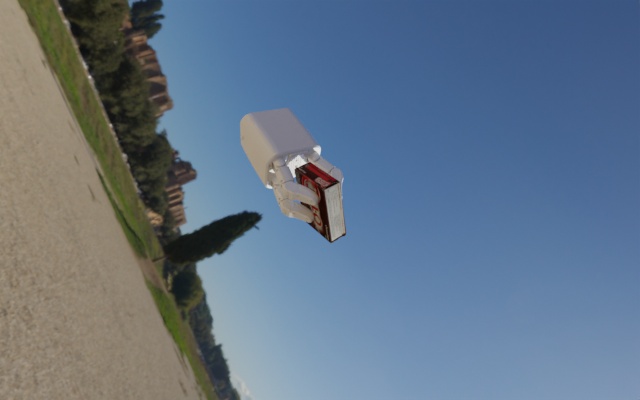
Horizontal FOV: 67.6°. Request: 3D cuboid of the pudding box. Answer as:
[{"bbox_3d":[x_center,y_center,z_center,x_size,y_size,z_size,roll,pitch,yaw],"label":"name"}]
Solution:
[{"bbox_3d":[0.000,0.003,0.806,0.039,0.114,0.090,-27,38,-21],"label":"pudding box"}]
